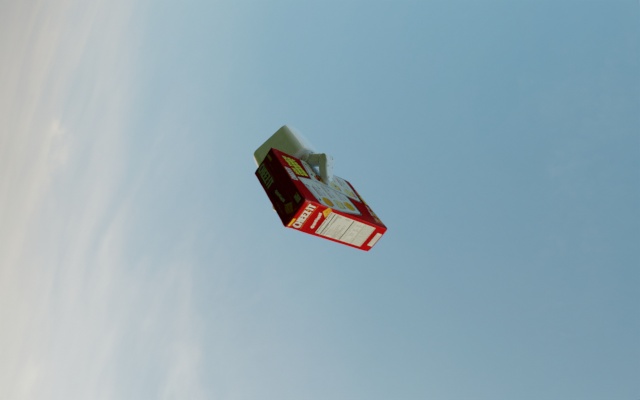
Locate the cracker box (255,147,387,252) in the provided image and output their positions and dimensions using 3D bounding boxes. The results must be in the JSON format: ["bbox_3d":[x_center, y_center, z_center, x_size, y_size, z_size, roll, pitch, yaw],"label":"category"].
[{"bbox_3d":[0.000,0.003,0.890,0.214,0.072,0.164,20,24,-40],"label":"cracker box"}]
